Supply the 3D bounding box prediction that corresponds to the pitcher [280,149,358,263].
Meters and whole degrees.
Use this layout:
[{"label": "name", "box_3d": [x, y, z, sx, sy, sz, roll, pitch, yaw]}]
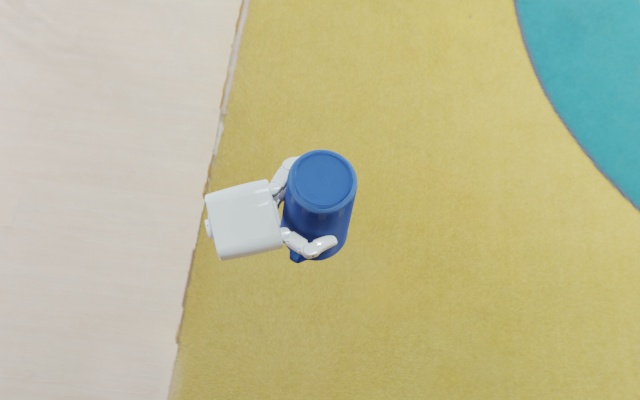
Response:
[{"label": "pitcher", "box_3d": [0.000, 0.003, 0.833, 0.145, 0.149, 0.243, -13, -20, -10]}]
